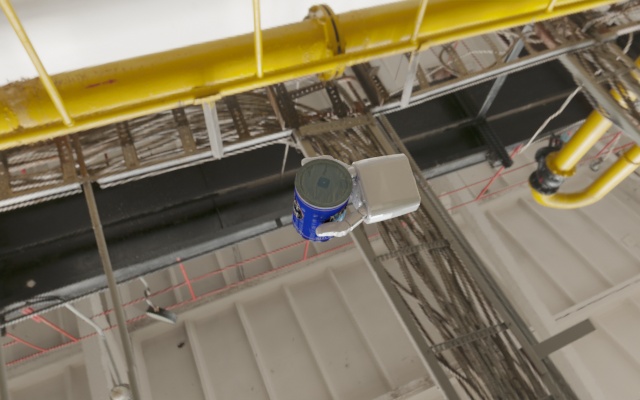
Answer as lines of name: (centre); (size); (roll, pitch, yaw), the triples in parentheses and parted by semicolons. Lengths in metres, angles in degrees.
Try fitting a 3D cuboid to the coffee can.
coffee can: (0.000, 0.003, 0.897); (0.103, 0.102, 0.140); (0, -30, -6)
